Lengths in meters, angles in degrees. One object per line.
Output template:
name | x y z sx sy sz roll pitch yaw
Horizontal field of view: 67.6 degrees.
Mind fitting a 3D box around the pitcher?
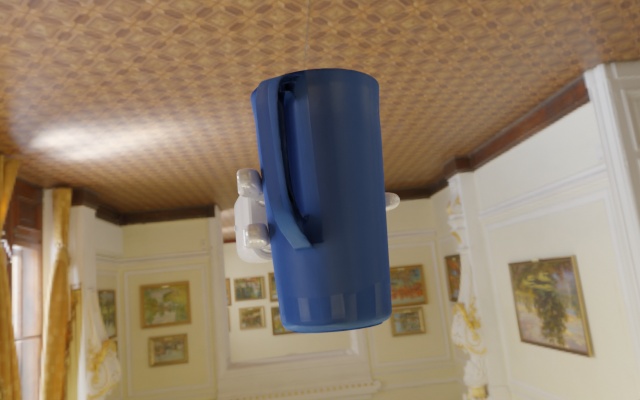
pitcher | 0.000 0.002 0.470 0.149 0.242 0.145 -2 -10 -23
